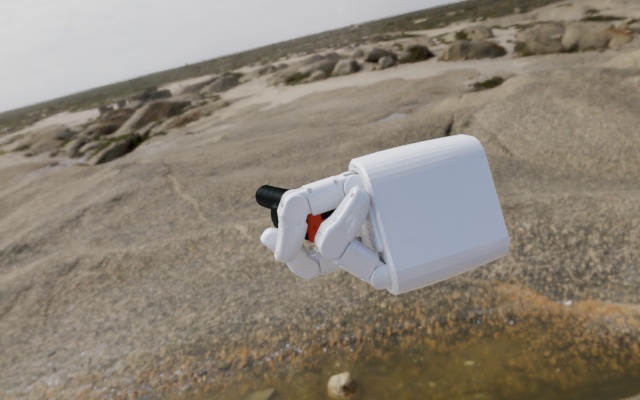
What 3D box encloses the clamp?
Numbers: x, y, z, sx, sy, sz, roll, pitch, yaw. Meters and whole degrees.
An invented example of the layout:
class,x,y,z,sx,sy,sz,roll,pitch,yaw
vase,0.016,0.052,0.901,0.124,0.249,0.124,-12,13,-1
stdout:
class,x,y,z,sx,sy,sz,roll,pitch,yaw
clamp,0.000,0.001,0.481,0.120,0.039,0.171,-15,17,-9
